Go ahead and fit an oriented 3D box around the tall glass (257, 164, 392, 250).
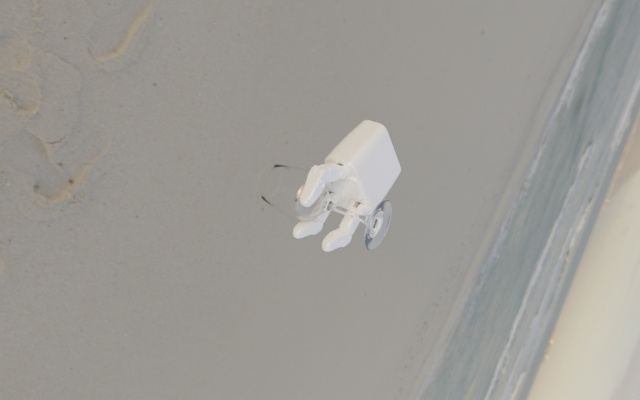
[{"bbox_3d":[0.001,0.003,0.709,0.201,0.079,0.079,21,11,29],"label":"tall glass"}]
